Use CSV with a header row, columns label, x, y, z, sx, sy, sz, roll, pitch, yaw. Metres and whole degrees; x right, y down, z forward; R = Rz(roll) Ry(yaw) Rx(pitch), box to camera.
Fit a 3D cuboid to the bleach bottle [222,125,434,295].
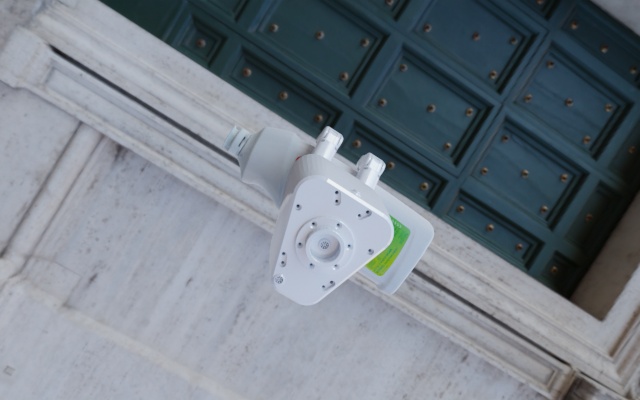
label,x,y,z,sx,sy,sz,roll,pitch,yaw
bleach bottle,0.000,0.002,0.544,0.251,0.102,0.068,32,11,-9
